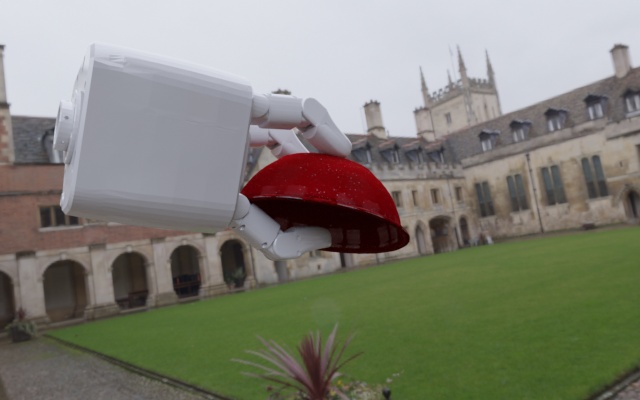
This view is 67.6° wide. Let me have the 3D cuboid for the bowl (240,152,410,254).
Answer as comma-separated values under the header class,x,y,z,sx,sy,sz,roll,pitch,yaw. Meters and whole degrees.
class,x,y,z,sx,sy,sz,roll,pitch,yaw
bowl,0.001,0.001,0.423,0.162,0.055,0.162,9,-18,3
